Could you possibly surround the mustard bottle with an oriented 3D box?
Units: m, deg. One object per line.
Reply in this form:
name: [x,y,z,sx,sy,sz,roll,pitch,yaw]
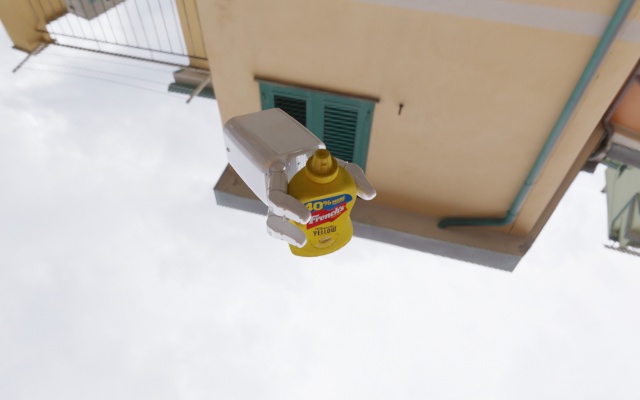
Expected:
mustard bottle: [0.000,0.003,0.644,0.096,0.058,0.192,-11,-37,-10]
